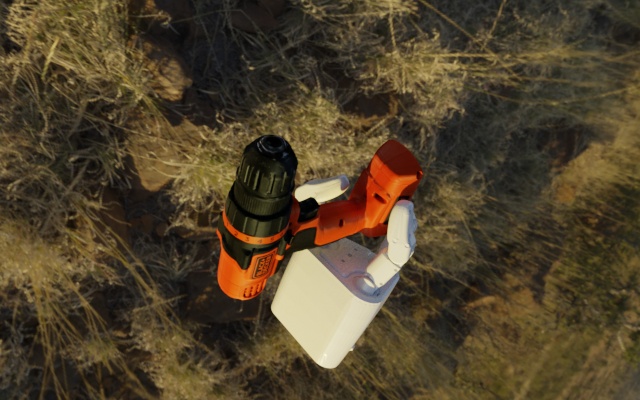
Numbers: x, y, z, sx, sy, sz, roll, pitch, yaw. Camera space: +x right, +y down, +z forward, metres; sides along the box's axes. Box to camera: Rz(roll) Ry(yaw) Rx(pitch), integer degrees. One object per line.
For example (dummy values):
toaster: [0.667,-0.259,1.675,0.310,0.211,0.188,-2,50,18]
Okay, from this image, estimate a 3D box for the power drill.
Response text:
power drill: [0.000,0.001,0.424,0.187,0.057,0.185,-17,-31,-31]
